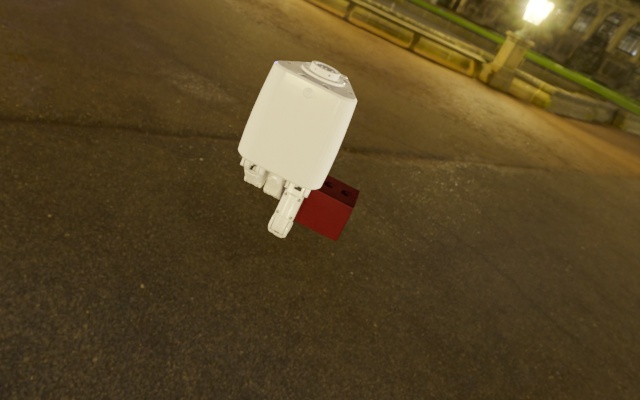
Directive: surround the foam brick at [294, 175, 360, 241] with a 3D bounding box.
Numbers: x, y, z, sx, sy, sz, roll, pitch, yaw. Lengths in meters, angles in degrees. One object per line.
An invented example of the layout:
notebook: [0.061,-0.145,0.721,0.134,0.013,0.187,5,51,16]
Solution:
foam brick: [0.000,0.002,0.562,0.078,0.051,0.053,27,23,1]
